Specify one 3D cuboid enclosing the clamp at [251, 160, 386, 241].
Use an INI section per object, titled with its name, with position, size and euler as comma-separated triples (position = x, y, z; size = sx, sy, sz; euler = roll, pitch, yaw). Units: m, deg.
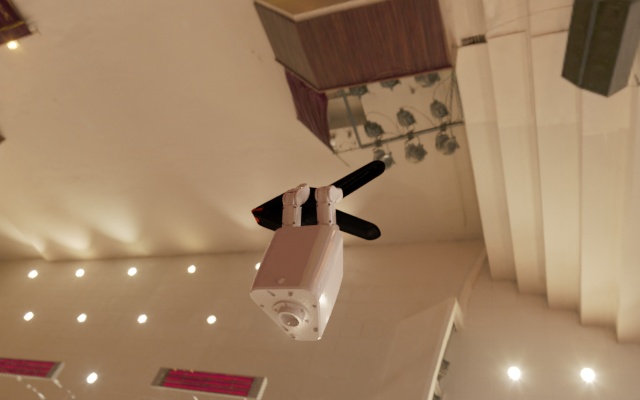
[clamp]
position = 0.000, 0.003, 0.710
size = 0.210, 0.036, 0.164
euler = -5, 37, 23
